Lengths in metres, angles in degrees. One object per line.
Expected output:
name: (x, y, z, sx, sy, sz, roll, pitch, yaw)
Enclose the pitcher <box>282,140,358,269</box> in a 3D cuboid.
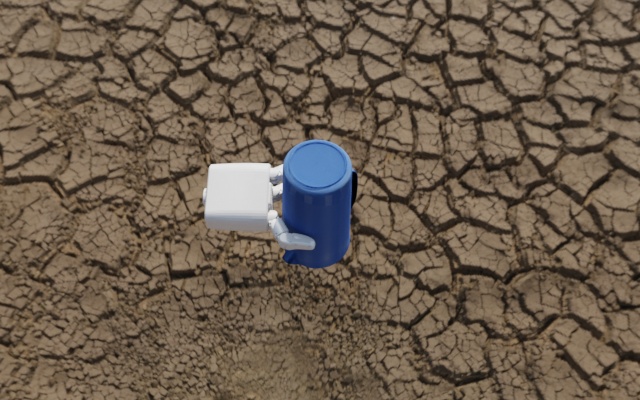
pitcher: (0.000, 0.003, 0.833, 0.145, 0.149, 0.243, 1, -33, -1)
